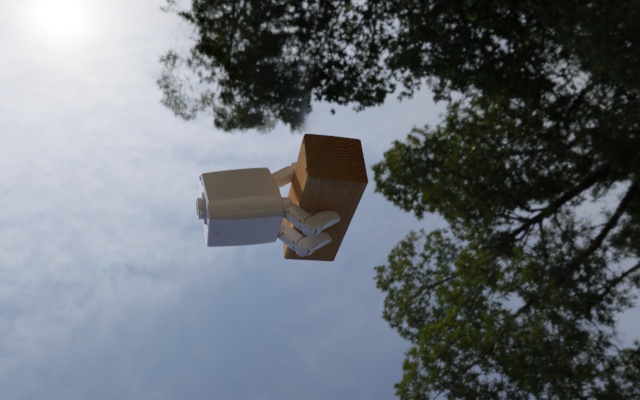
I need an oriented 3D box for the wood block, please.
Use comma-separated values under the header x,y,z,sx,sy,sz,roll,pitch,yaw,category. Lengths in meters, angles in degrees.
x,y,z,sx,sy,sz,roll,pitch,yaw,category
0.000,0.002,0.758,0.090,0.090,0.206,4,-40,-13,wood block
